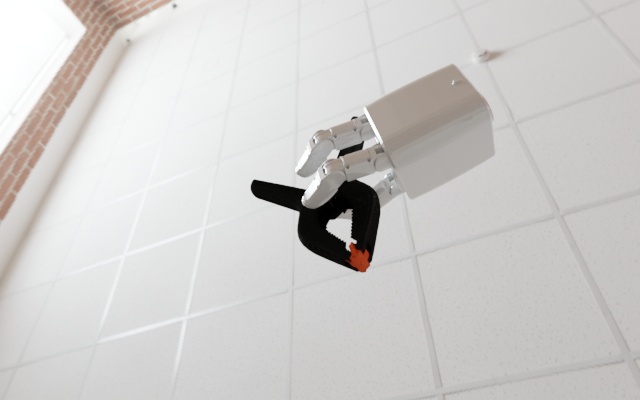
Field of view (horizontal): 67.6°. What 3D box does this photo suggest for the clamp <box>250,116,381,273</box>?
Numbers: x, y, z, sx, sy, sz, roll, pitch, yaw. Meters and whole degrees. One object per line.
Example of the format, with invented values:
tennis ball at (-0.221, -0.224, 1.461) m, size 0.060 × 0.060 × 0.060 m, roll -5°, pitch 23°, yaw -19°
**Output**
clamp at (0.001, 0.002, 0.530) m, size 0.164 × 0.209 × 0.036 m, roll -28°, pitch -48°, yaw 11°
